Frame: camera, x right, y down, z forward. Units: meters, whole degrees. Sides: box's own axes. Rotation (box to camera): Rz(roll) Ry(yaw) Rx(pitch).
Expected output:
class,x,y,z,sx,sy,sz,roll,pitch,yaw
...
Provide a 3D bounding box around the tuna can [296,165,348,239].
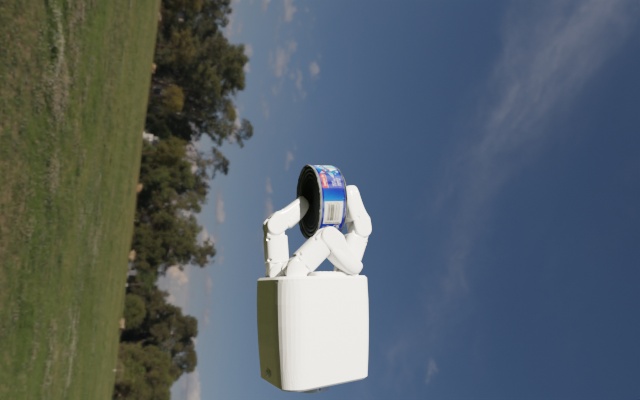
class,x,y,z,sx,sy,sz,roll,pitch,yaw
tuna can,0.001,0.002,0.552,0.034,0.086,0.086,-1,0,-20
